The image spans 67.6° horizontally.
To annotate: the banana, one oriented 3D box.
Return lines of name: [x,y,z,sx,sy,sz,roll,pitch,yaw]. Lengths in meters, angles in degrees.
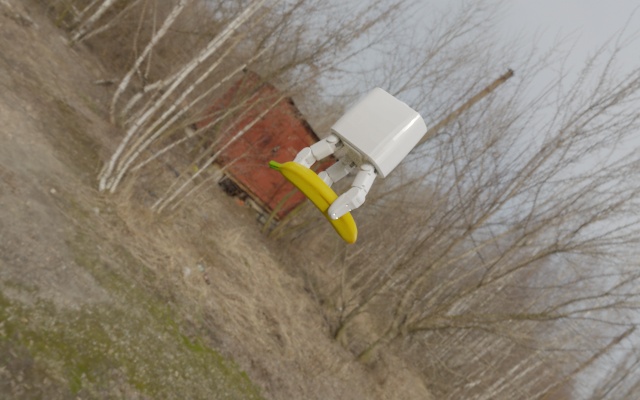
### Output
banana: [0.005,0.002,0.748,0.198,0.037,0.069,46,-12,-20]
